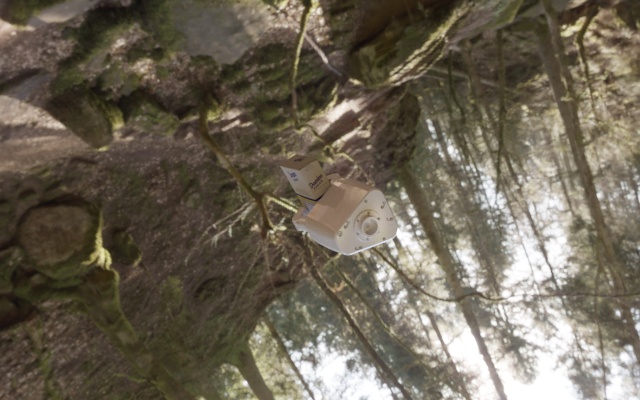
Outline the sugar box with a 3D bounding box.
[{"bbox_3d":[0.001,0.003,0.857,0.048,0.176,0.093,-34,22,-17],"label":"sugar box"}]
